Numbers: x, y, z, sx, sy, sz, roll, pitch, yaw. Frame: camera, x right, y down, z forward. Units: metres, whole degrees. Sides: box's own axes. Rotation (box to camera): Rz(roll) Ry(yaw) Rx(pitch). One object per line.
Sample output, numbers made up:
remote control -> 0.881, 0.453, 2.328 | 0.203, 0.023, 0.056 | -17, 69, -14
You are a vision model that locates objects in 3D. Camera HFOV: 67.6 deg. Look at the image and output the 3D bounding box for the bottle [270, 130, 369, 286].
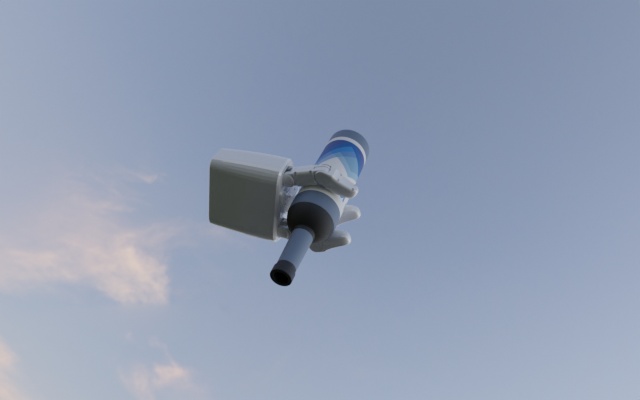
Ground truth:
bottle -> 0.000, 0.002, 0.654 | 0.069, 0.069, 0.295 | 0, 36, 23
